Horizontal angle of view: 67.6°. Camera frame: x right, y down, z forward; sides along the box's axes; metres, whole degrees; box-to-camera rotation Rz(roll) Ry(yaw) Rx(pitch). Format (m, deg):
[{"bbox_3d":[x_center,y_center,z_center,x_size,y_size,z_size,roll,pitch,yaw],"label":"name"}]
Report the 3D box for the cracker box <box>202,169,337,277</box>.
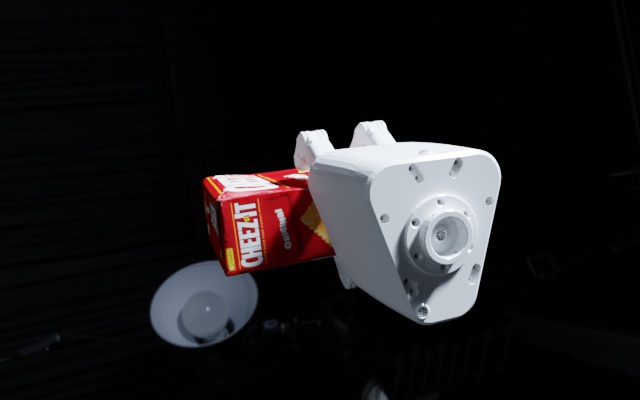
[{"bbox_3d":[0.000,0.002,0.467,0.213,0.072,0.164,-8,9,-17],"label":"cracker box"}]
